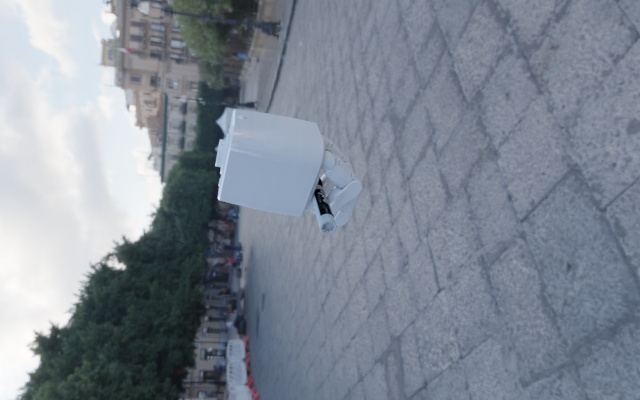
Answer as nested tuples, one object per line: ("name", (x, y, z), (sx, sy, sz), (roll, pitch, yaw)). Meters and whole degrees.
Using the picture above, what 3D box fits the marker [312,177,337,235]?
("marker", (0.000, 0.002, 0.567), (0.020, 0.020, 0.121), (0, 28, -9))
